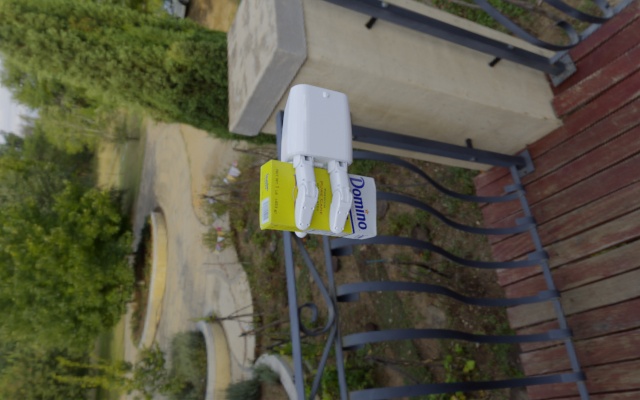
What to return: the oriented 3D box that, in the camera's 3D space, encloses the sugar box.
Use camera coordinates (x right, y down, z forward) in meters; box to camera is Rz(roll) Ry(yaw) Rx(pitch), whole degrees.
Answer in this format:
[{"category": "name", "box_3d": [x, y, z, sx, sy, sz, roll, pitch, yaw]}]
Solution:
[{"category": "sugar box", "box_3d": [0.000, 0.002, 0.695, 0.176, 0.093, 0.048, 7, -15, -27]}]
